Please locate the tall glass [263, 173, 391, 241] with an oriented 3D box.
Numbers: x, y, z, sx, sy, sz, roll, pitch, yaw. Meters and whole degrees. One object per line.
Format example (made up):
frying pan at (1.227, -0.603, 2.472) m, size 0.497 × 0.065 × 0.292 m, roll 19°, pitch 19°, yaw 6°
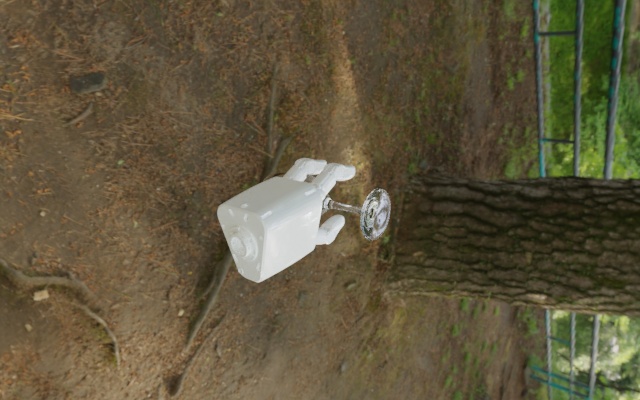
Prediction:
tall glass at (0.001, 0.002, 0.720) m, size 0.201 × 0.079 × 0.079 m, roll 13°, pitch 8°, yaw 37°
